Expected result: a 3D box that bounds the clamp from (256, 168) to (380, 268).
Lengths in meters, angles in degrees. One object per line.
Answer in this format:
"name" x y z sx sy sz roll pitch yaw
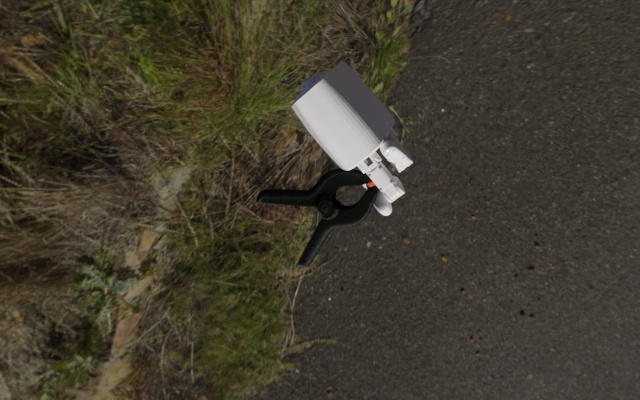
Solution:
"clamp" 0.000 0.002 0.632 0.171 0.120 0.039 -38 10 16
